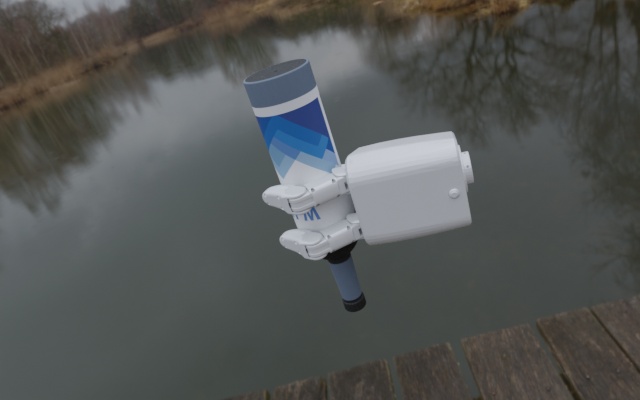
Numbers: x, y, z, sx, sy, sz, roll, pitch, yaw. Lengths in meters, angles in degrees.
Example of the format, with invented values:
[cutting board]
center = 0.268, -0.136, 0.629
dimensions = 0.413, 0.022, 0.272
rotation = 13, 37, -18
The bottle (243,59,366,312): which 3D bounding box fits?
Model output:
[bottle]
center = 0.000, 0.001, 0.518
dimensions = 0.069, 0.296, 0.069
rotation = -15, 26, 8
